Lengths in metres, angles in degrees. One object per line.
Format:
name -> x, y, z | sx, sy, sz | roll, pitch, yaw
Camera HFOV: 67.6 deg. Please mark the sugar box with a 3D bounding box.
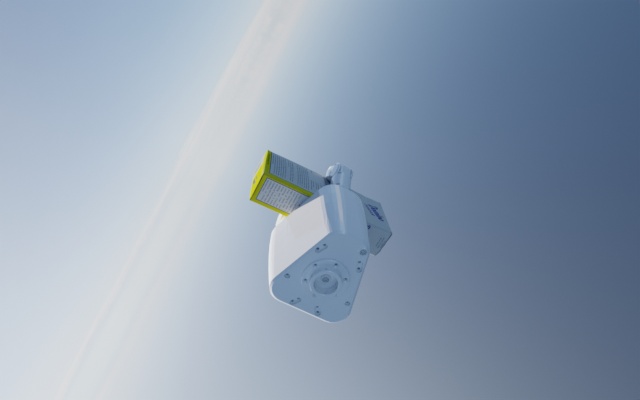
sugar box -> 0.000, 0.002, 0.608 | 0.176, 0.048, 0.093 | 27, 20, -15
